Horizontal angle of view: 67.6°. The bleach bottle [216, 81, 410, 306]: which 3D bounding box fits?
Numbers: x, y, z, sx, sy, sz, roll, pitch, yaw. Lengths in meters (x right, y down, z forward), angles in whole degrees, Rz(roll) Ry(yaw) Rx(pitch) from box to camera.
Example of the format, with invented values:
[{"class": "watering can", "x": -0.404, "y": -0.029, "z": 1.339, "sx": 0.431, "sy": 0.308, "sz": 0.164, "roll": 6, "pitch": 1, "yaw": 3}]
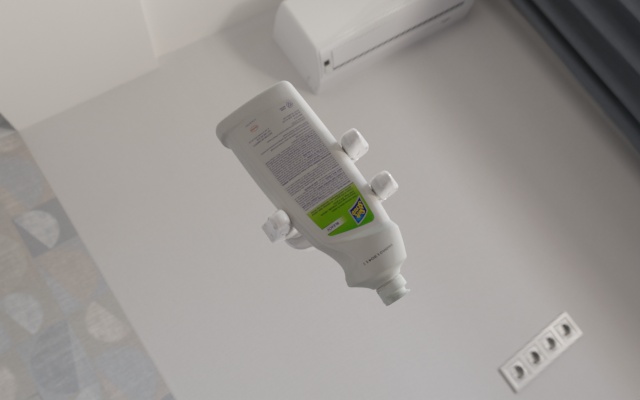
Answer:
[{"class": "bleach bottle", "x": 0.000, "y": 0.002, "z": 0.498, "sx": 0.102, "sy": 0.251, "sz": 0.068, "roll": -35, "pitch": -10, "yaw": -1}]
